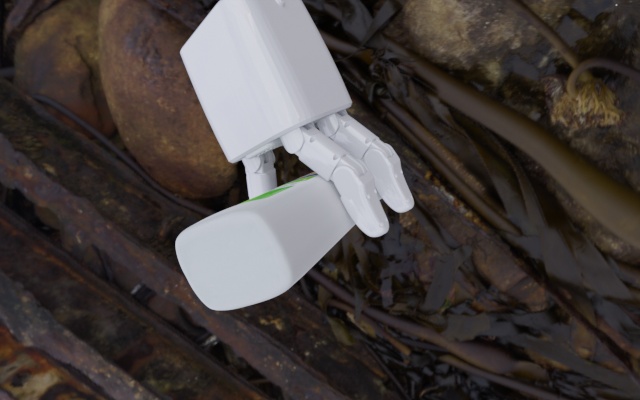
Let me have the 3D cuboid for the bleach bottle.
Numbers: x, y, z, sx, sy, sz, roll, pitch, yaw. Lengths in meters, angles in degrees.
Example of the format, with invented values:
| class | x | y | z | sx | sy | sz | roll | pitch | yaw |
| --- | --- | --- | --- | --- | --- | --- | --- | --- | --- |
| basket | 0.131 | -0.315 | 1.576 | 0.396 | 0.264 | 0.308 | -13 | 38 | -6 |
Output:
| class | x | y | z | sx | sy | sz | roll | pitch | yaw |
| --- | --- | --- | --- | --- | --- | --- | --- | --- | --- |
| bleach bottle | 0.000 | 0.001 | 0.421 | 0.102 | 0.068 | 0.250 | -21 | 8 | 36 |
